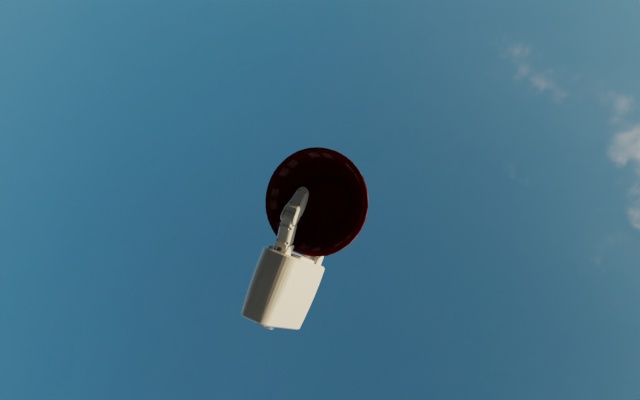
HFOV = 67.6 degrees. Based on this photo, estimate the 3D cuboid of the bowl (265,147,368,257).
[{"bbox_3d":[0.001,0.001,0.725,0.162,0.162,0.055,0,-1,20],"label":"bowl"}]
